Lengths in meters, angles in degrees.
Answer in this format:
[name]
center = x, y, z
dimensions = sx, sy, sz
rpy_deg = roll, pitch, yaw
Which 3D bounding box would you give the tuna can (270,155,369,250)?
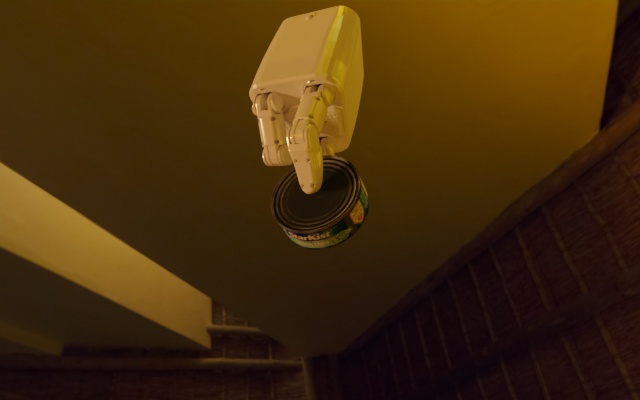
[tuna can]
center = 0.000, 0.002, 0.437
dimensions = 0.086, 0.086, 0.034
rpy_deg = 0, -36, 25
